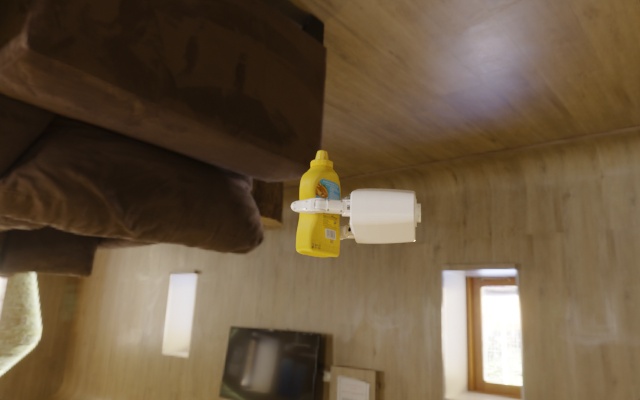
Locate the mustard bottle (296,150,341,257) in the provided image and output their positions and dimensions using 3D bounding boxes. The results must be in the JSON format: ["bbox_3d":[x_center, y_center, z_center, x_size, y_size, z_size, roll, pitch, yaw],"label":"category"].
[{"bbox_3d":[0.000,0.003,0.861,0.058,0.191,0.096,-7,-15,36],"label":"mustard bottle"}]
